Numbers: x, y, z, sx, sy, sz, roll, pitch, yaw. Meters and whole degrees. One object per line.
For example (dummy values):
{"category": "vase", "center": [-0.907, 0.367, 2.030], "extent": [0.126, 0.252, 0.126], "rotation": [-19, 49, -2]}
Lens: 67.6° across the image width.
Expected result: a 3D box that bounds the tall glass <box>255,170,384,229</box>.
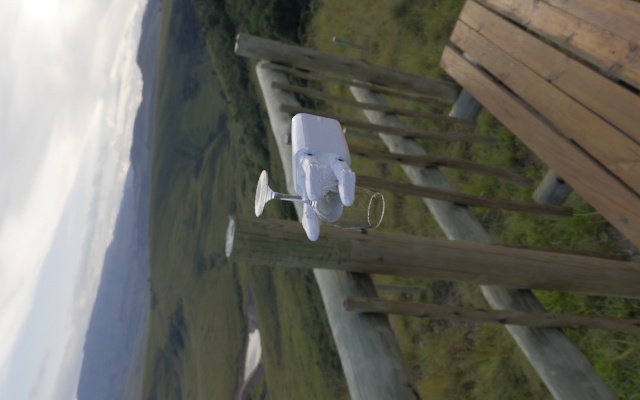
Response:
{"category": "tall glass", "center": [-0.001, 0.003, 0.778], "extent": [0.201, 0.079, 0.079], "rotation": [9, -3, -17]}
